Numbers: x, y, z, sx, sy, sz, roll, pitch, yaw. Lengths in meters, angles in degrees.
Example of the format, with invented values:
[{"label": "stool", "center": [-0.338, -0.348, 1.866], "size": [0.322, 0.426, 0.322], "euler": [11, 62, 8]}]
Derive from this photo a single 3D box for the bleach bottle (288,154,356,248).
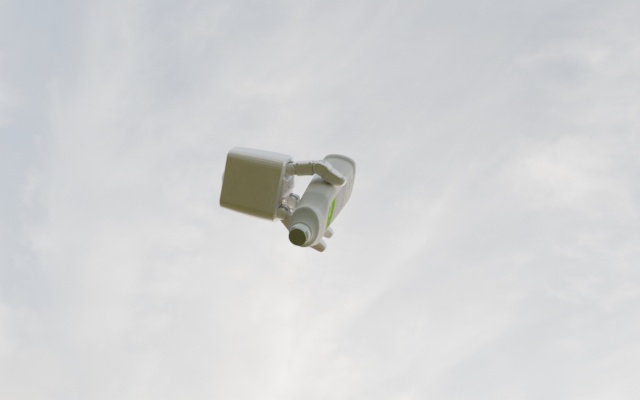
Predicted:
[{"label": "bleach bottle", "center": [0.000, 0.003, 0.809], "size": [0.068, 0.103, 0.250], "euler": [13, 24, 11]}]
